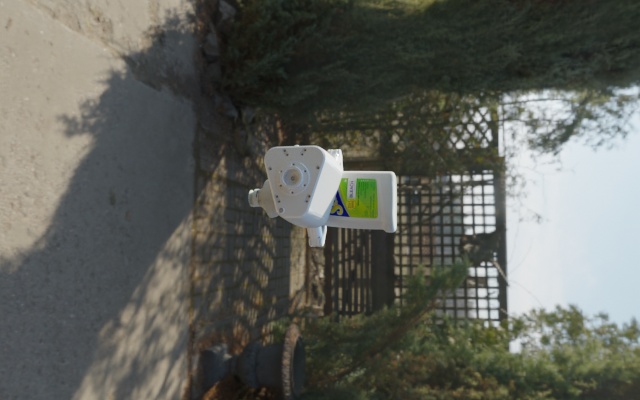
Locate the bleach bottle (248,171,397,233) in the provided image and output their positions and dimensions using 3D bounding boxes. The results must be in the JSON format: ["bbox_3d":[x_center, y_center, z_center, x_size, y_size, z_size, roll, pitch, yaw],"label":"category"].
[{"bbox_3d":[0.000,0.003,0.807,0.251,0.102,0.068,-1,-8,14],"label":"bleach bottle"}]
